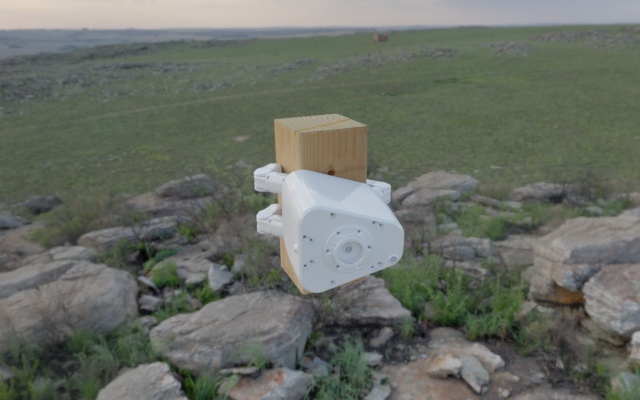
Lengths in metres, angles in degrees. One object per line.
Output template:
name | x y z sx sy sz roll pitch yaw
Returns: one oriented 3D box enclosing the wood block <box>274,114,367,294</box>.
wood block | 0.001 0.002 0.613 0.091 0.206 0.090 -9 22 -22
